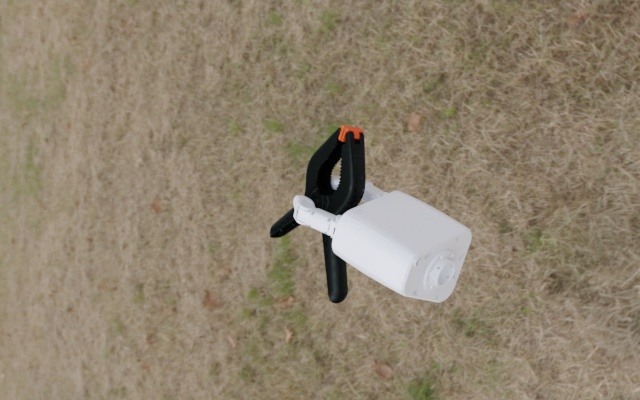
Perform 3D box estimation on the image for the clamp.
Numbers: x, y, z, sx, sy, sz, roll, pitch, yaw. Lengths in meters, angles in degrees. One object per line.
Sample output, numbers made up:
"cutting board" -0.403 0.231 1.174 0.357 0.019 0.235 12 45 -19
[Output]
"clamp" 0.000 0.002 0.611 0.036 0.210 0.164 -1 23 -41
